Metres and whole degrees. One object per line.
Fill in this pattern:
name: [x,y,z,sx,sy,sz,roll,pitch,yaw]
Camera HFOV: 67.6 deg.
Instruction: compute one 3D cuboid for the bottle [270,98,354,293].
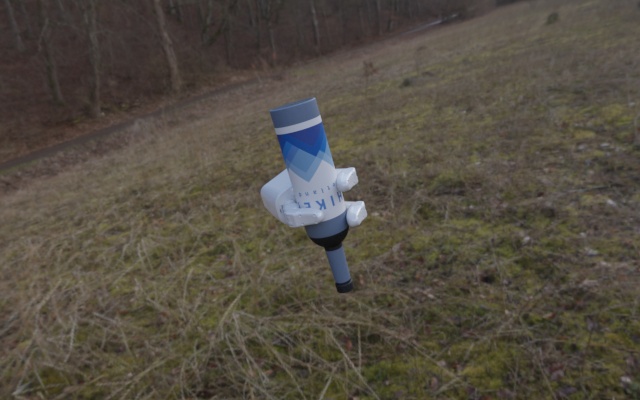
bottle: [0.000,0.002,0.702,0.069,0.296,0.069,-15,17,4]
